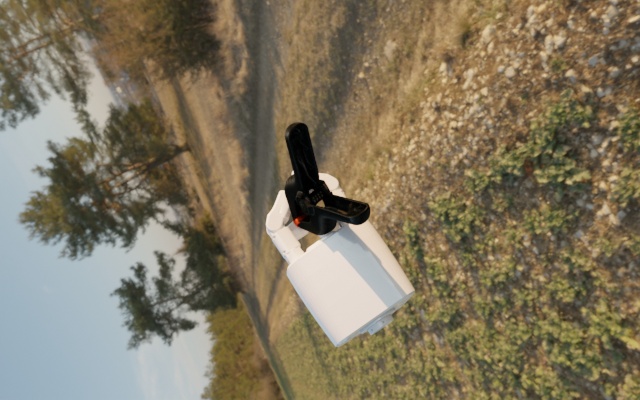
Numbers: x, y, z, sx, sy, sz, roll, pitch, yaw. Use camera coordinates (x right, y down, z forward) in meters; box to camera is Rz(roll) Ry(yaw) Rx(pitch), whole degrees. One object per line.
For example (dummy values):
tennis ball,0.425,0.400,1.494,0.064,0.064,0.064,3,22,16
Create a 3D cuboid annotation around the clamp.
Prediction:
clamp,-0.001,0.002,0.524,0.039,0.120,0.171,-29,-20,-16
